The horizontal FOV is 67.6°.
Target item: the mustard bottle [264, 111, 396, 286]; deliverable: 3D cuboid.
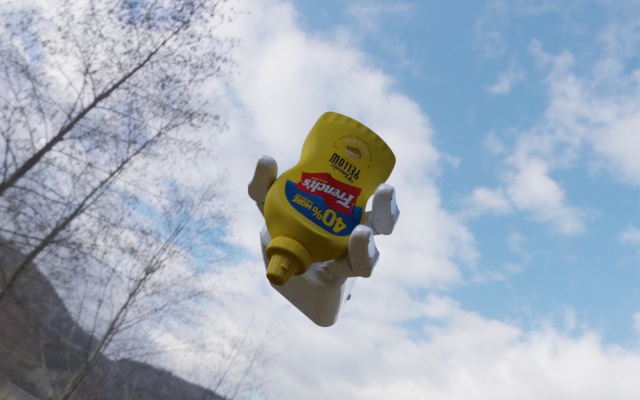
[{"bbox_3d":[0.000,0.001,0.464,0.096,0.191,0.058,35,-35,-6],"label":"mustard bottle"}]
